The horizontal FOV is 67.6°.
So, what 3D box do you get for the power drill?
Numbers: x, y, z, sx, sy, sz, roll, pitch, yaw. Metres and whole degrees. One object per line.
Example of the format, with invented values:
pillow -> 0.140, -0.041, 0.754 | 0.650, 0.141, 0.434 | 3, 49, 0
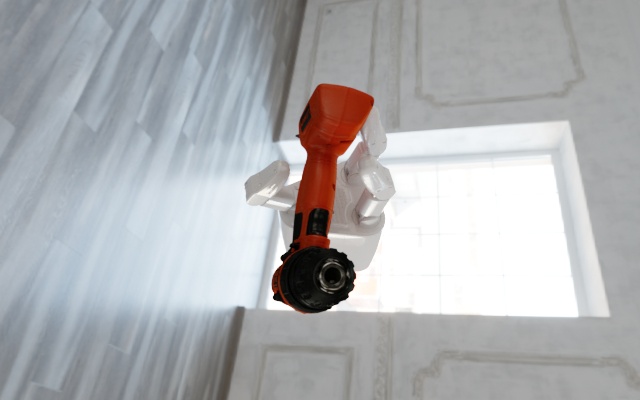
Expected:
power drill -> 0.000, 0.001, 0.408 | 0.057, 0.187, 0.184 | 14, -14, -11
